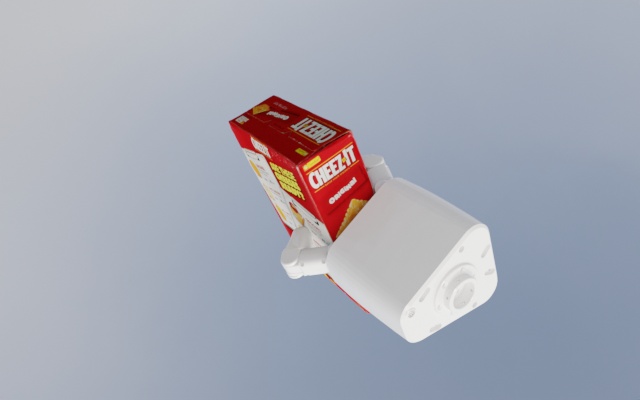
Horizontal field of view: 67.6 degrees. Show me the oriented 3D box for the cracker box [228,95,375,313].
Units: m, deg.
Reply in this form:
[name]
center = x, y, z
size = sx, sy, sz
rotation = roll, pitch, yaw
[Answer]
[cracker box]
center = 0.000, 0.002, 0.536
size = 0.072, 0.214, 0.164
rotation = -36, 37, -15
